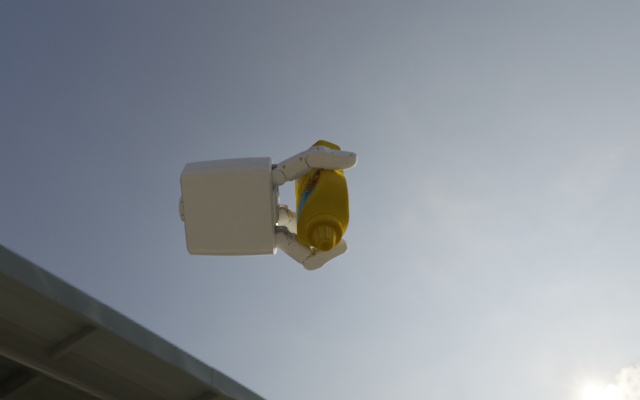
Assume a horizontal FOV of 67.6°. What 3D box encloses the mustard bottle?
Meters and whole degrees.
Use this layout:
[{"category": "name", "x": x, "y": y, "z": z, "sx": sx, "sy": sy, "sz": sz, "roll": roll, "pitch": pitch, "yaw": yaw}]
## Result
[{"category": "mustard bottle", "x": 0.000, "y": 0.002, "z": 0.590, "sx": 0.058, "sy": 0.096, "sz": 0.191, "roll": 20, "pitch": 25, "yaw": -13}]
